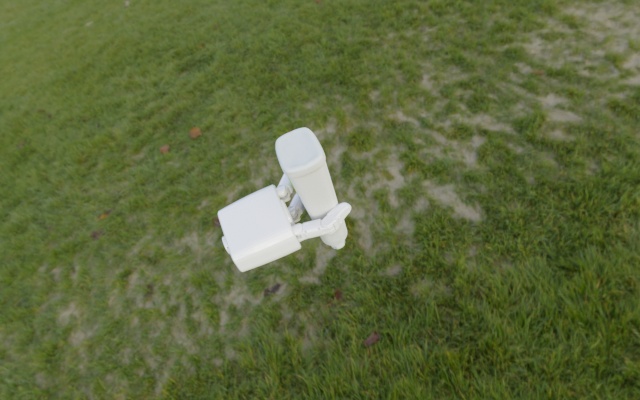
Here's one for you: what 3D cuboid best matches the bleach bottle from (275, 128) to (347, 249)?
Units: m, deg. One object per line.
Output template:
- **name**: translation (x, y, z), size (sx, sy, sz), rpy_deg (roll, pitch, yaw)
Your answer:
- **bleach bottle**: translation (0.000, 0.003, 0.804), size (0.068, 0.251, 0.102), rpy_deg (-23, 44, 0)
